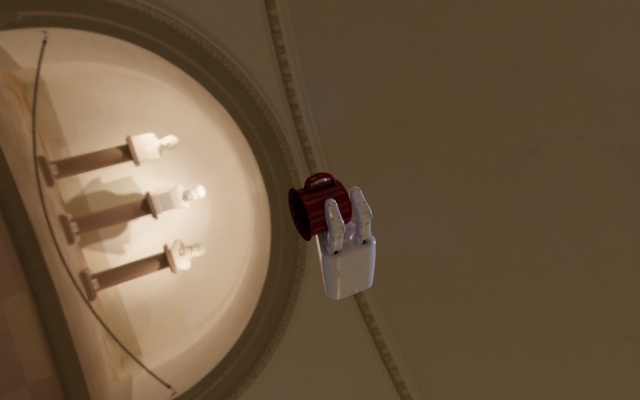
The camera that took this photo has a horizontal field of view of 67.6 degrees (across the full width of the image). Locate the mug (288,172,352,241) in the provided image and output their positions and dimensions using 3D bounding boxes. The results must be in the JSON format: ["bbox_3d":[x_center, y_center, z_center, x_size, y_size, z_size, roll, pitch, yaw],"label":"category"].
[{"bbox_3d":[0.000,0.001,0.800,0.081,0.117,0.093,-18,39,-20],"label":"mug"}]
